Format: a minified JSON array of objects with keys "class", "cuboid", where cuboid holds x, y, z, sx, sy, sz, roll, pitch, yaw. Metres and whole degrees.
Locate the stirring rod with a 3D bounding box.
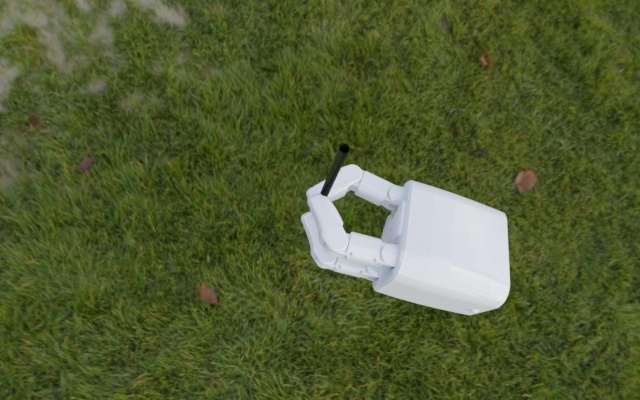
[{"class":"stirring rod","cuboid":[0.000,0.002,0.466,0.011,0.011,0.240,0,-20,-9]}]
